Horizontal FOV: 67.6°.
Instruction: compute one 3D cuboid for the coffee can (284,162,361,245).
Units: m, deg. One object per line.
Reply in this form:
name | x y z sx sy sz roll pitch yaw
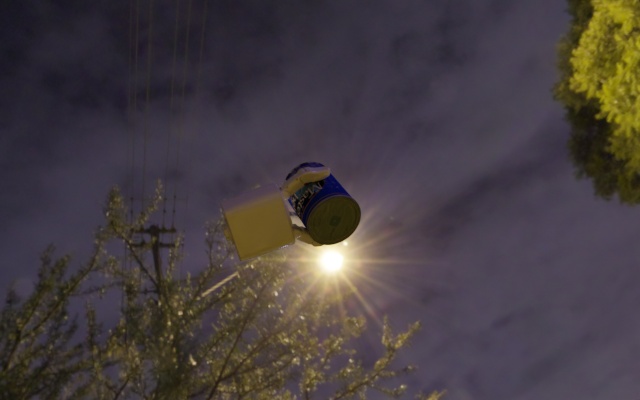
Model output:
coffee can | 0.000 0.003 0.898 0.103 0.103 0.140 0 29 -25
